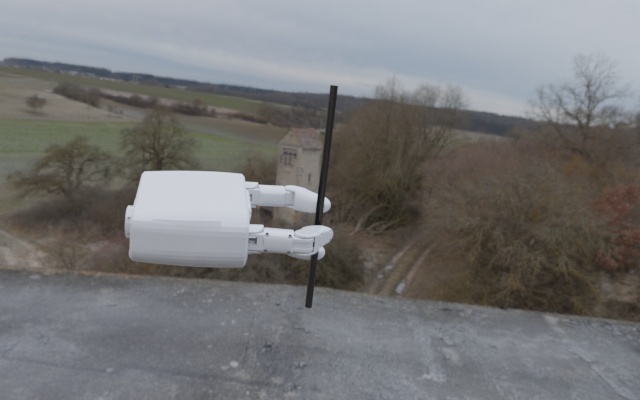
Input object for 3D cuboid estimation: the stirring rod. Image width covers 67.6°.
[{"bbox_3d":[0.000,0.002,0.504,0.011,0.239,0.011,6,13,-1],"label":"stirring rod"}]
